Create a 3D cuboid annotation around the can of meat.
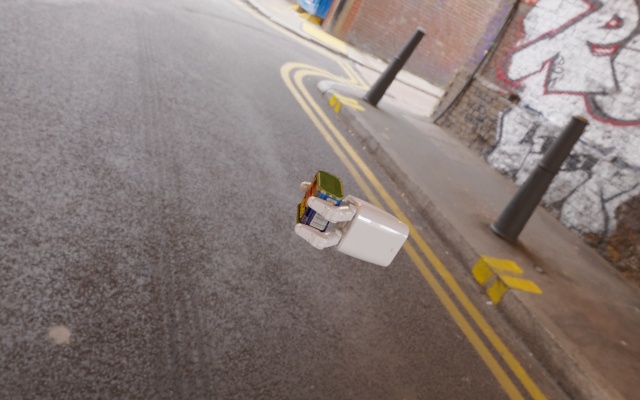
[{"bbox_3d":[0.000,0.002,0.861,0.057,0.084,0.102,24,23,-12],"label":"can of meat"}]
